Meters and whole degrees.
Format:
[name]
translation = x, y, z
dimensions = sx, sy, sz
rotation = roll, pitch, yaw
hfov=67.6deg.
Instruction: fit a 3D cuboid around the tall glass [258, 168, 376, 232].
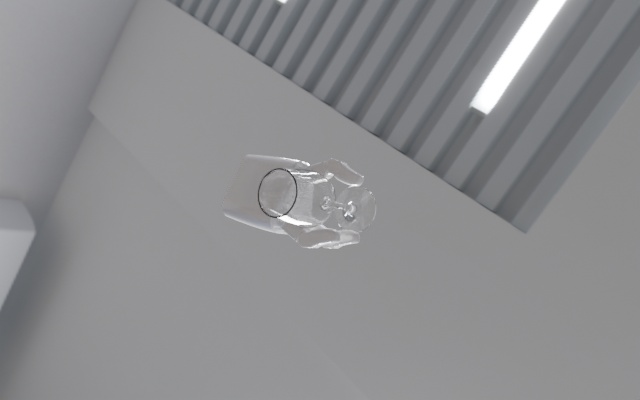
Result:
[tall glass]
translation = 0.001, 0.002, 0.665
dimensions = 0.079, 0.079, 0.201
rotation = 0, -7, 32
